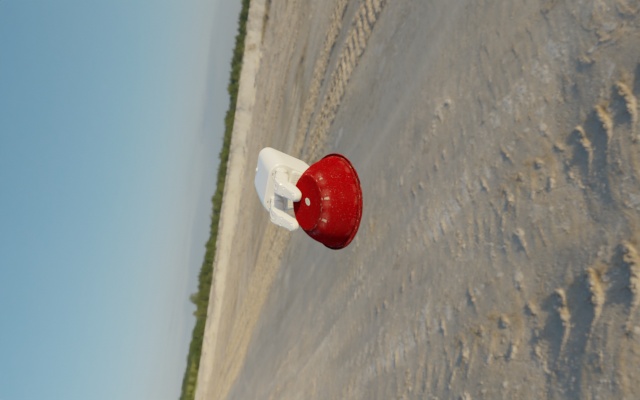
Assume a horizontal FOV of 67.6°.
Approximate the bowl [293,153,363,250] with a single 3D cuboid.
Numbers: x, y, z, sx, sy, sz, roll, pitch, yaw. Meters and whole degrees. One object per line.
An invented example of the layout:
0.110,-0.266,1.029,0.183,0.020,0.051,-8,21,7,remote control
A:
0.000,0.003,0.781,0.055,0.162,0.162,-2,1,-33,bowl
